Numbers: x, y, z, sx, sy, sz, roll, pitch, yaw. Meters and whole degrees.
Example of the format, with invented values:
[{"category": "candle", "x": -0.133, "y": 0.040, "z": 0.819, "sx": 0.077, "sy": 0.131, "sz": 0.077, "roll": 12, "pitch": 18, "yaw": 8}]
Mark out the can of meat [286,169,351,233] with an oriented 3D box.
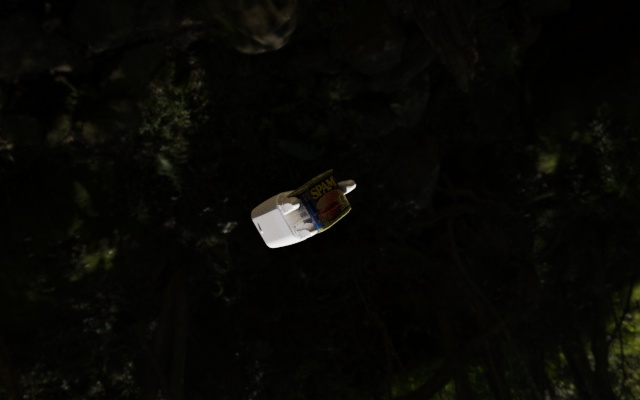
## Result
[{"category": "can of meat", "x": 0.000, "y": 0.003, "z": 0.872, "sx": 0.057, "sy": 0.084, "sz": 0.102, "roll": -23, "pitch": 9, "yaw": 45}]
